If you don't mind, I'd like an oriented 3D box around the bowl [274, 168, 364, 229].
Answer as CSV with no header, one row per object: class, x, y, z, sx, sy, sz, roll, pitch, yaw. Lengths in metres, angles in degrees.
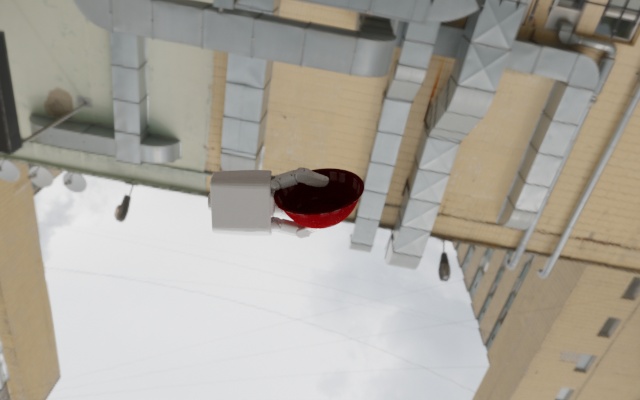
bowl,0.001,0.003,0.853,0.162,0.055,0.162,-7,30,4
